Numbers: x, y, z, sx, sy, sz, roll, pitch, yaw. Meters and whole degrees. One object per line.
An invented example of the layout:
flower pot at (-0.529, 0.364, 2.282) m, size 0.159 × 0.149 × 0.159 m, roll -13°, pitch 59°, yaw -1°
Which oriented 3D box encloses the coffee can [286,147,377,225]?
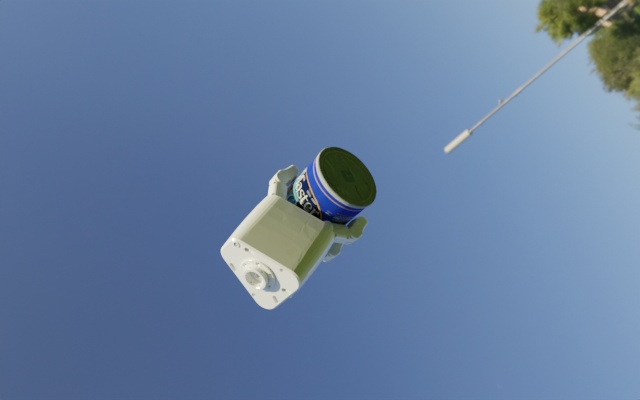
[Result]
coffee can at (0.000, 0.002, 0.713) m, size 0.103 × 0.102 × 0.140 m, roll 0°, pitch -33°, yaw -42°
